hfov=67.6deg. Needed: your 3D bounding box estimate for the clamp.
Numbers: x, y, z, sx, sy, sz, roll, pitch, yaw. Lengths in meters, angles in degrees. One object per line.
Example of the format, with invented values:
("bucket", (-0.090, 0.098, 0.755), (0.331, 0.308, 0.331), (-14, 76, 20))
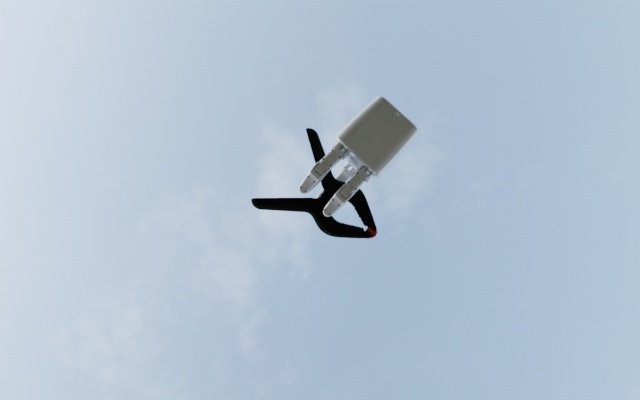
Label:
("clamp", (0.001, 0.003, 0.799), (0.210, 0.164, 0.036), (43, -3, 6))
